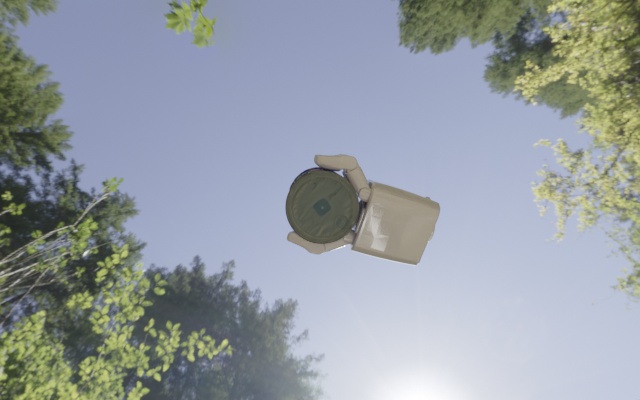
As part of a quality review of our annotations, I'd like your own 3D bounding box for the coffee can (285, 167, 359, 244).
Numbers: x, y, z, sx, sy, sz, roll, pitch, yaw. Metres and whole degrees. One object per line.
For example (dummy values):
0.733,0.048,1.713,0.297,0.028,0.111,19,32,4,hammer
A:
0.000,0.002,0.727,0.103,0.103,0.140,0,6,-2,coffee can
